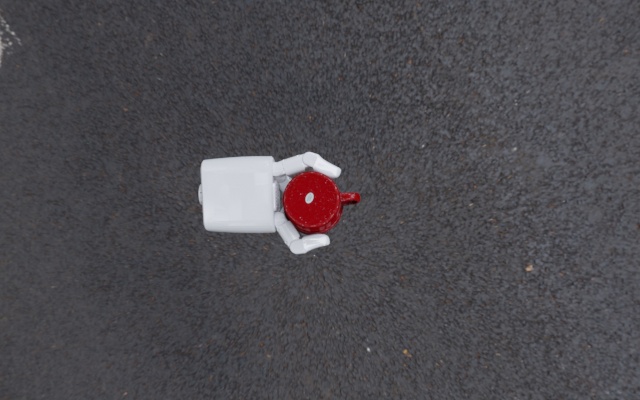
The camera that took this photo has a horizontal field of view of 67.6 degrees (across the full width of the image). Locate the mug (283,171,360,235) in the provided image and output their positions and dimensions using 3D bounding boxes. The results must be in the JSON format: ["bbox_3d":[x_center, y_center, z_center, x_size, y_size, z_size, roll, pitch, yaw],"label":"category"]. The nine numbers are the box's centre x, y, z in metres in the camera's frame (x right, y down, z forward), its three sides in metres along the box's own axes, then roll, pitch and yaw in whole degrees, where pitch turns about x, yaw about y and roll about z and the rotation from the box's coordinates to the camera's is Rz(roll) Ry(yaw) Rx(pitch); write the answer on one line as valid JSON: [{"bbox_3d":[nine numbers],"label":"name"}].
[{"bbox_3d":[0.002,0.002,0.699,0.117,0.093,0.081,-3,-6,1],"label":"mug"}]
